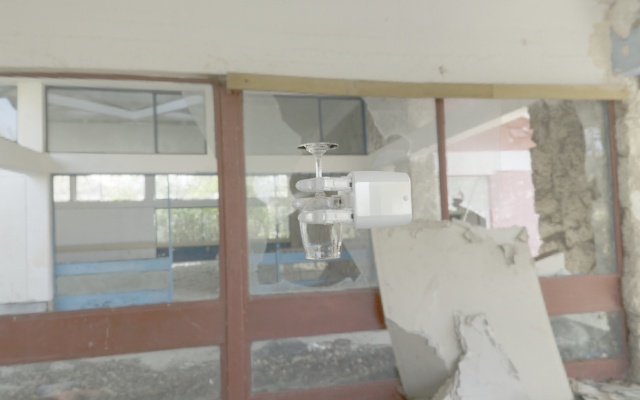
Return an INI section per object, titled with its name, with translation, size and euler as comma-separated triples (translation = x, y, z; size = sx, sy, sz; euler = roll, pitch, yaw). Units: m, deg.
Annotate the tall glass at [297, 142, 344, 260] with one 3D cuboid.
[tall glass]
translation = 0.000, 0.002, 0.846
size = 0.079, 0.201, 0.079
euler = -2, -3, 0
